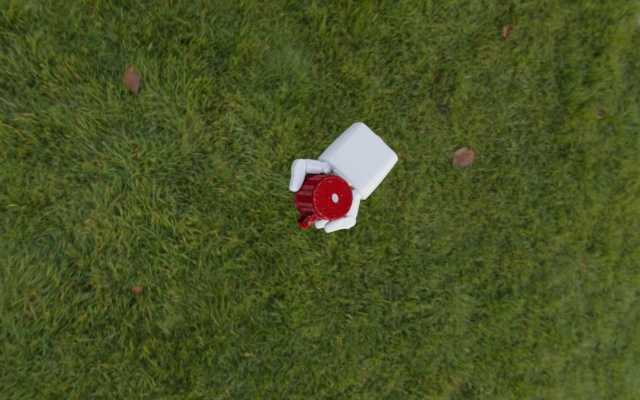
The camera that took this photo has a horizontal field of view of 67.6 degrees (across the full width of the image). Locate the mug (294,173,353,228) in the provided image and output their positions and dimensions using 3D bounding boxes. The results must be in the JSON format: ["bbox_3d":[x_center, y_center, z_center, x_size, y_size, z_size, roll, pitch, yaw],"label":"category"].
[{"bbox_3d":[-0.001,0.004,0.874,0.093,0.117,0.081,46,-15,-18],"label":"mug"}]
